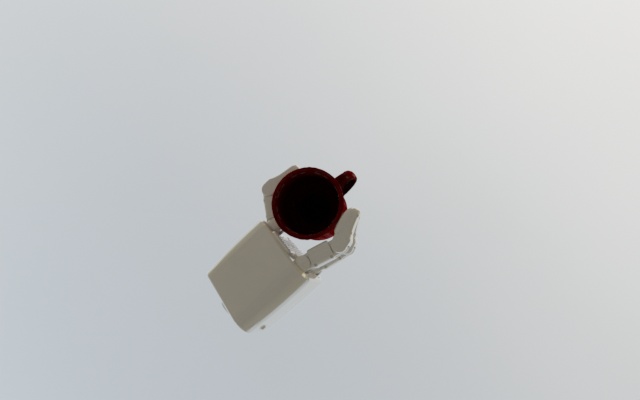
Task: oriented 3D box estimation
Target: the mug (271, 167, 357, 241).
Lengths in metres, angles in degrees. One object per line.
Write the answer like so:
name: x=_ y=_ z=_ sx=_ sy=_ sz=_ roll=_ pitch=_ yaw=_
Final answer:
mug: x=0.001 y=0.001 z=0.635 sx=0.117 sy=0.093 sz=0.081 roll=-41 pitch=-15 yaw=2
